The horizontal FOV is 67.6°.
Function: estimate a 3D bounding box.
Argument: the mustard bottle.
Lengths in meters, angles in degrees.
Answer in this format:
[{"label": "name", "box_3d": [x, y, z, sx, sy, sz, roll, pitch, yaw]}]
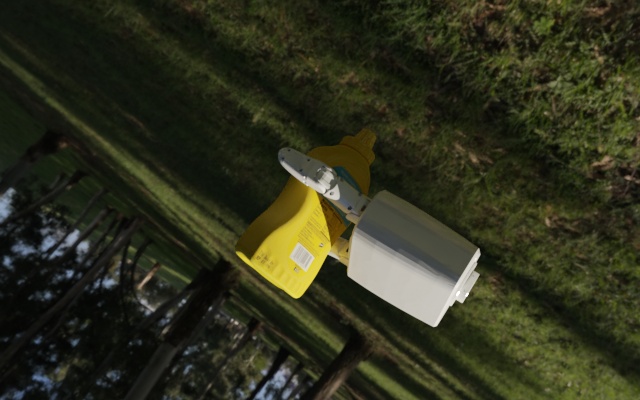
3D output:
[{"label": "mustard bottle", "box_3d": [0.000, 0.002, 0.501, 0.058, 0.191, 0.096, 23, -19, 44]}]
